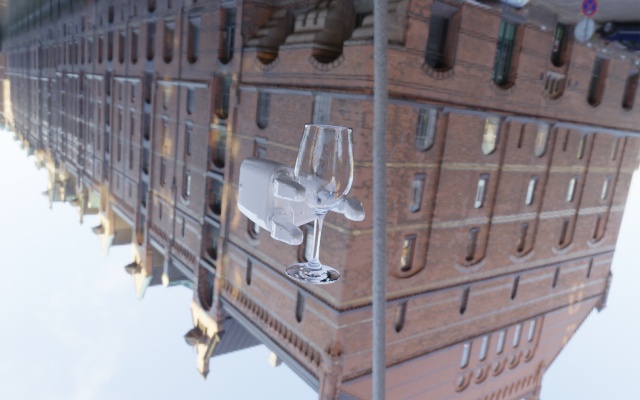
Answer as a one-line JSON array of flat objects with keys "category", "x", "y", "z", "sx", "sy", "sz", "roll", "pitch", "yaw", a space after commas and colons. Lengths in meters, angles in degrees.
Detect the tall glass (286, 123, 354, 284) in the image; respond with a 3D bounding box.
[{"category": "tall glass", "x": 0.000, "y": 0.003, "z": 0.629, "sx": 0.079, "sy": 0.201, "sz": 0.079, "roll": 6, "pitch": 11, "yaw": -1}]
